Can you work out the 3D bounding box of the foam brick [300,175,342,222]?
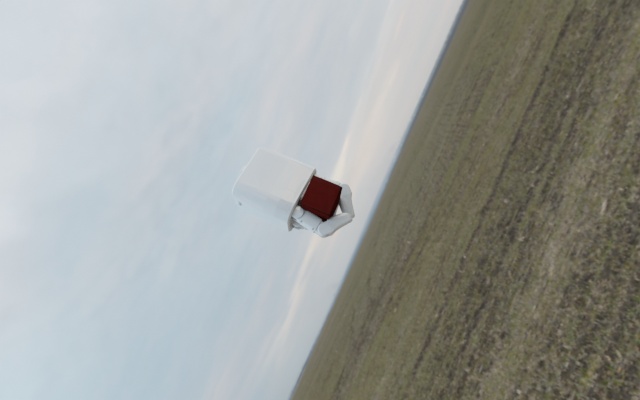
[{"bbox_3d":[0.000,0.002,0.775,0.051,0.053,0.078,24,-17,6],"label":"foam brick"}]
